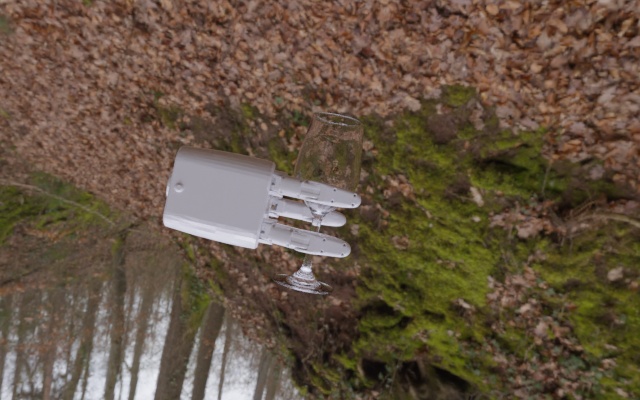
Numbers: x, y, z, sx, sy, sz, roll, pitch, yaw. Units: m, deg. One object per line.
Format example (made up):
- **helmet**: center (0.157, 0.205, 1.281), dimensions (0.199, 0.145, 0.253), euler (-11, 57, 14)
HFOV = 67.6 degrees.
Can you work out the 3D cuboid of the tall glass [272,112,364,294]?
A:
- **tall glass**: center (0.000, 0.003, 0.562), dimensions (0.079, 0.201, 0.079), euler (13, 1, 0)
